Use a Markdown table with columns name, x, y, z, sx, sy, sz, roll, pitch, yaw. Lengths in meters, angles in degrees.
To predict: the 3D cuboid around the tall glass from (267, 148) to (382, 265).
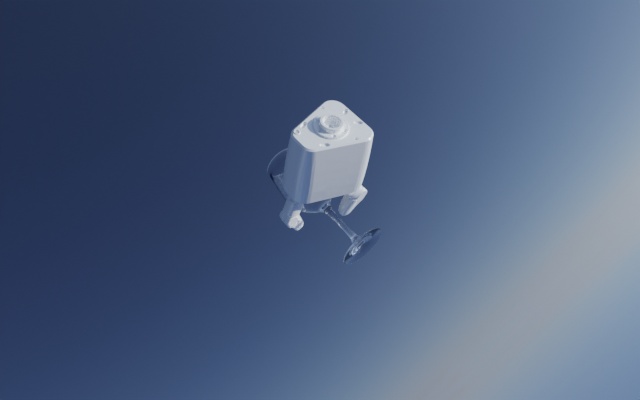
| name | x | y | z | sx | sy | sz | roll | pitch | yaw |
| --- | --- | --- | --- | --- | --- | --- | --- | --- | --- |
| tall glass | 0.000 | 0.003 | 0.743 | 0.201 | 0.079 | 0.079 | 46 | 23 | 25 |
